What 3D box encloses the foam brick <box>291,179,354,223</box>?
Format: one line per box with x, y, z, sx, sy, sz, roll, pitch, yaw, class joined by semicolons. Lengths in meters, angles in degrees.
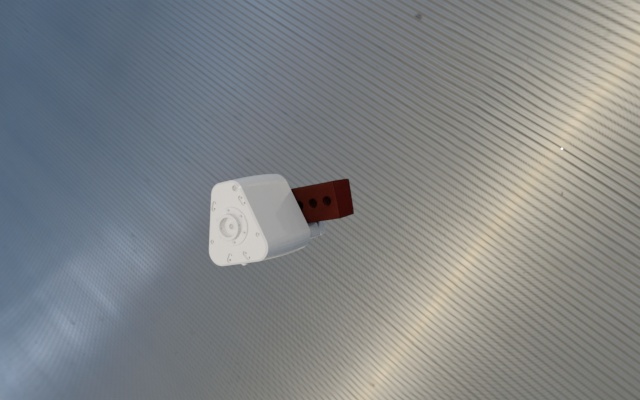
0.000;0.002;0.676;0.078;0.053;0.051;-11;0;27;foam brick
